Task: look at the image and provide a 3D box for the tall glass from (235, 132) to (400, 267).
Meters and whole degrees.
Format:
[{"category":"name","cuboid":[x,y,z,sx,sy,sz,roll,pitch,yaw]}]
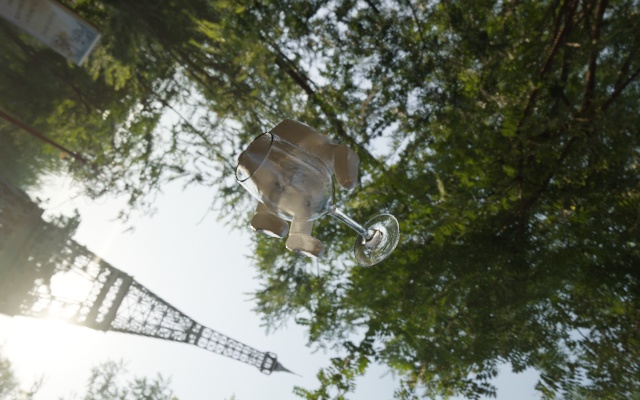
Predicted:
[{"category":"tall glass","cuboid":[0.001,0.002,0.550,0.201,0.079,0.079,34,-20,-31]}]
